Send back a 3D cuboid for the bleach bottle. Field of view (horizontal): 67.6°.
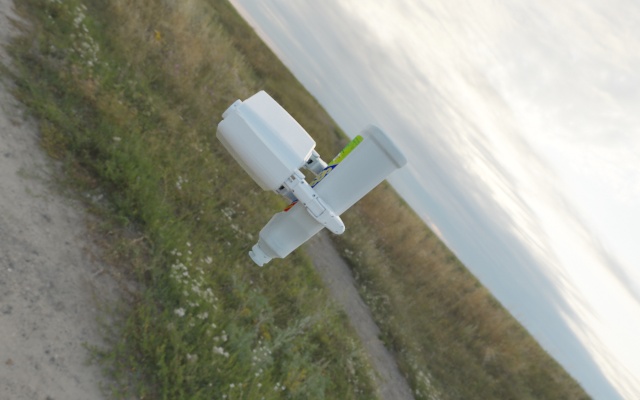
[{"bbox_3d":[0.000,0.002,0.659,0.251,0.068,0.102,-42,11,7],"label":"bleach bottle"}]
